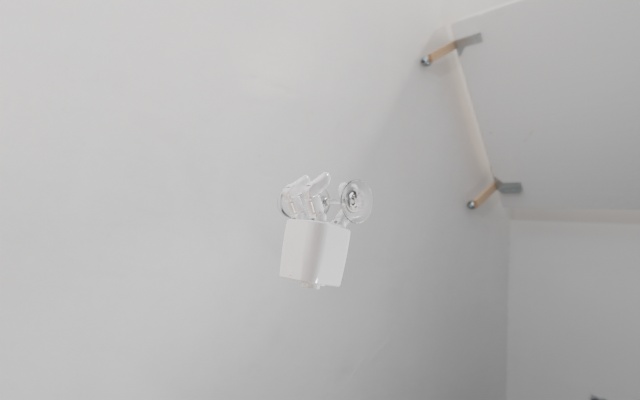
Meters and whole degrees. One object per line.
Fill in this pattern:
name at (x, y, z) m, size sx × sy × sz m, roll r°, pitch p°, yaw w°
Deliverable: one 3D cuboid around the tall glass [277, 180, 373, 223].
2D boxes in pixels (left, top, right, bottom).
tall glass at (0.001, 0.003, 0.883) m, size 0.079 × 0.079 × 0.201 m, roll 0°, pitch 0°, yaw -39°
